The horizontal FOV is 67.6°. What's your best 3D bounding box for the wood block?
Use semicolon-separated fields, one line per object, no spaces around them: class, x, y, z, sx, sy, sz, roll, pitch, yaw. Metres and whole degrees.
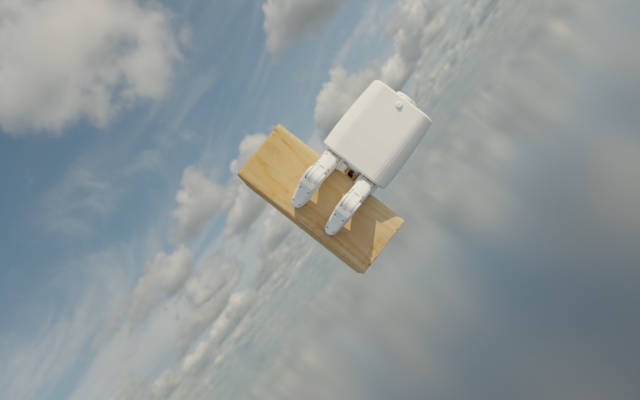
wood block;0.000;0.002;0.654;0.206;0.090;0.091;38;-5;5
